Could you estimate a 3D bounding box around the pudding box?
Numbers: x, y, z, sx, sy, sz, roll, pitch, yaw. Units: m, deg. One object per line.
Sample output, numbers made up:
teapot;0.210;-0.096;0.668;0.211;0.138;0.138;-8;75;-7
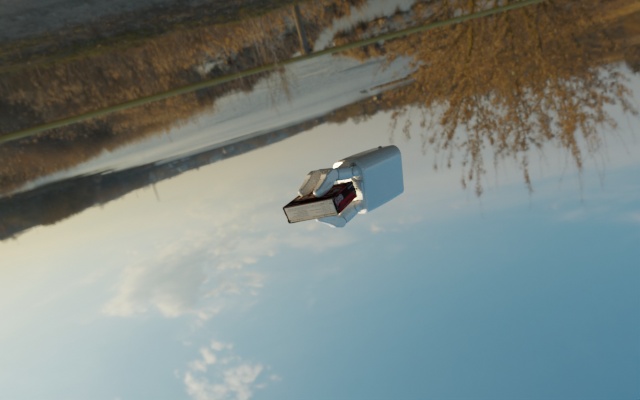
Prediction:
pudding box;0.000;0.003;0.887;0.113;0.039;0.090;-14;14;32
